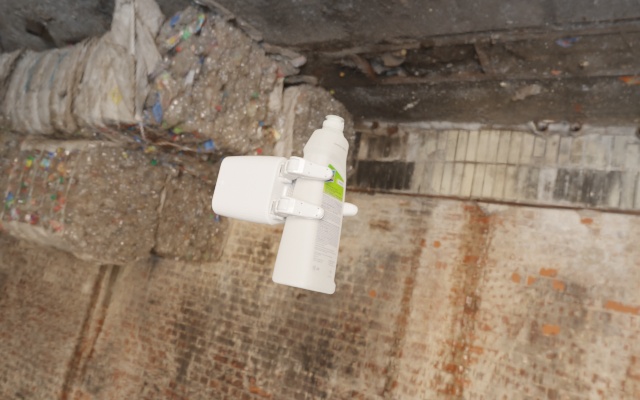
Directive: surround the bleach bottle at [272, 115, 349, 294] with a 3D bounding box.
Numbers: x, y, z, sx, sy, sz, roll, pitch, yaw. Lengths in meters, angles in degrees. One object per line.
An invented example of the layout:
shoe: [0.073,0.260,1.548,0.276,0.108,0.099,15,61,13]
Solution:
bleach bottle: [0.000,0.002,0.691,0.068,0.250,0.102,6,-12,30]
